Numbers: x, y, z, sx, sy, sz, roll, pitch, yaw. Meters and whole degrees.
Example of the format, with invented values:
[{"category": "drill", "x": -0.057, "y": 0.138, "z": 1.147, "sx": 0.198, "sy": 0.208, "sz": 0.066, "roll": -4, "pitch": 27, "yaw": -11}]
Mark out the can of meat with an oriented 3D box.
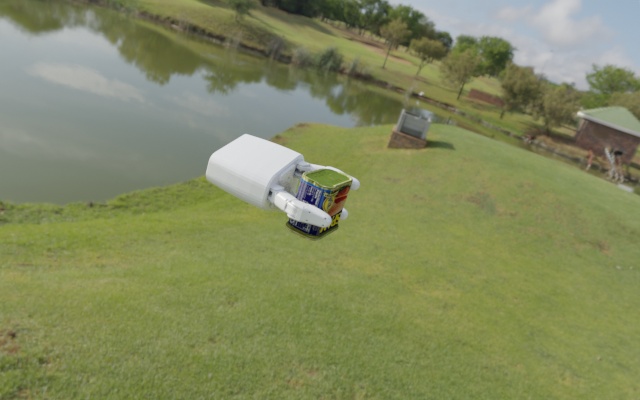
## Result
[{"category": "can of meat", "x": 0.000, "y": 0.002, "z": 0.706, "sx": 0.057, "sy": 0.084, "sz": 0.102, "roll": 25, "pitch": 20, "yaw": 20}]
